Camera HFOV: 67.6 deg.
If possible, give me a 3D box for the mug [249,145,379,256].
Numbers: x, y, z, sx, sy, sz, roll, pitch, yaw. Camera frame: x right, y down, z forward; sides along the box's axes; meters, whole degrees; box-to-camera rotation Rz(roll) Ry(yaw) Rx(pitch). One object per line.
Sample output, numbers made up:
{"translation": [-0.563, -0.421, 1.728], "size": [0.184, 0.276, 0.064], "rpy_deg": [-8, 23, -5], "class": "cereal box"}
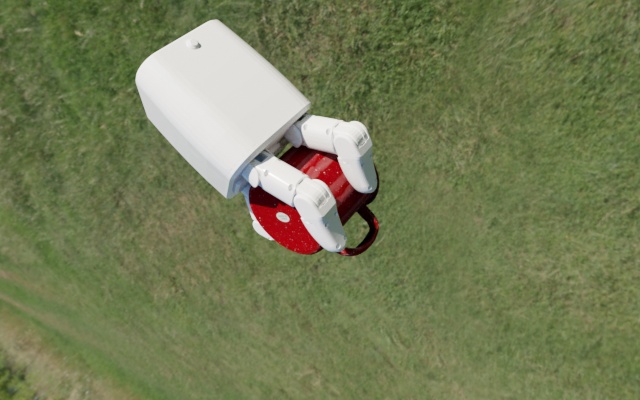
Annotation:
{"translation": [0.001, 0.003, 0.420], "size": [0.081, 0.117, 0.093], "rpy_deg": [-47, 2, -34], "class": "mug"}
